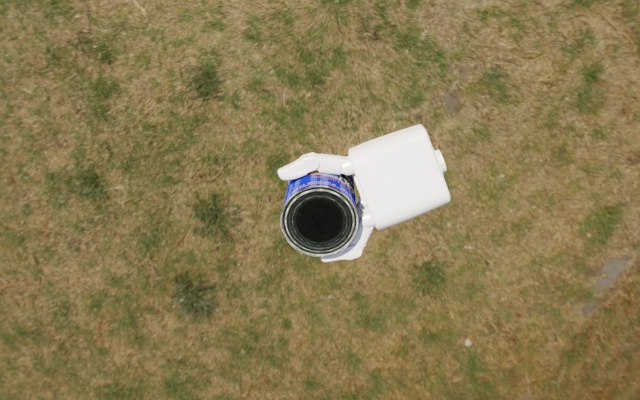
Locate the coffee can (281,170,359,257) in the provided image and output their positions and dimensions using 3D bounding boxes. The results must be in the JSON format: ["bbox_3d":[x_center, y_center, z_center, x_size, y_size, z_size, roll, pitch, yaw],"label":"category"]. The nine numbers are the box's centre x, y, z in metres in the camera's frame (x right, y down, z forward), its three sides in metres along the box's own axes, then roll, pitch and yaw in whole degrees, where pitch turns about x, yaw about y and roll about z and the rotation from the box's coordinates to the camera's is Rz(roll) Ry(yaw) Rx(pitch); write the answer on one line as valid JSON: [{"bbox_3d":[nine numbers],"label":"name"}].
[{"bbox_3d":[0.000,0.002,0.684,0.103,0.103,0.140,0,22,1],"label":"coffee can"}]
